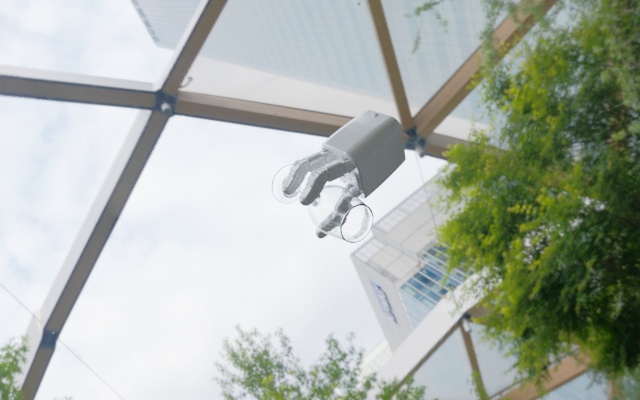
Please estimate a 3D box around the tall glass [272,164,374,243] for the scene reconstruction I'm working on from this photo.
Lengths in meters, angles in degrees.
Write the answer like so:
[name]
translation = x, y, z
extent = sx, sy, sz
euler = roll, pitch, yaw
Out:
[tall glass]
translation = 0.000, 0.002, 0.781
extent = 0.079, 0.079, 0.201
euler = 0, 19, -36
